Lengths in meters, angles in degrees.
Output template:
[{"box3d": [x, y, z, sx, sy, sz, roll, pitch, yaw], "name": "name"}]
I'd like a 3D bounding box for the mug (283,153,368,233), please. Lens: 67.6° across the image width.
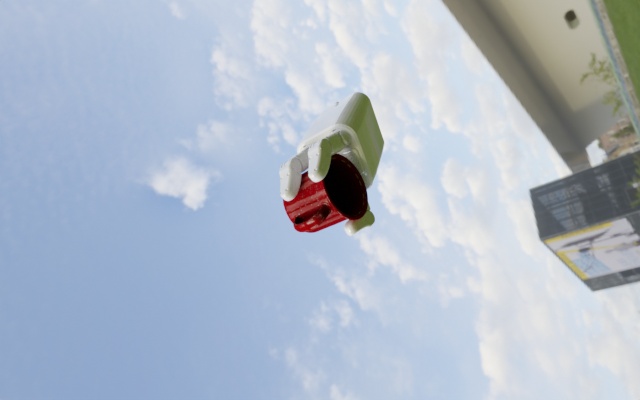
[{"box3d": [0.000, 0.003, 0.633, 0.081, 0.093, 0.117, -25, 25, 37], "name": "mug"}]
